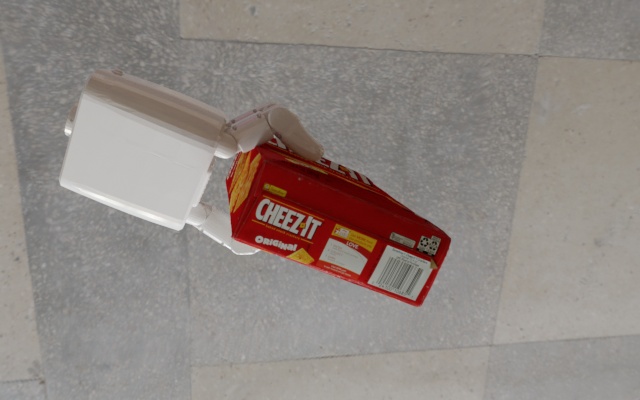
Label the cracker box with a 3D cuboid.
[{"bbox_3d":[0.000,0.002,0.450,0.164,0.072,0.213,22,9,-16],"label":"cracker box"}]
